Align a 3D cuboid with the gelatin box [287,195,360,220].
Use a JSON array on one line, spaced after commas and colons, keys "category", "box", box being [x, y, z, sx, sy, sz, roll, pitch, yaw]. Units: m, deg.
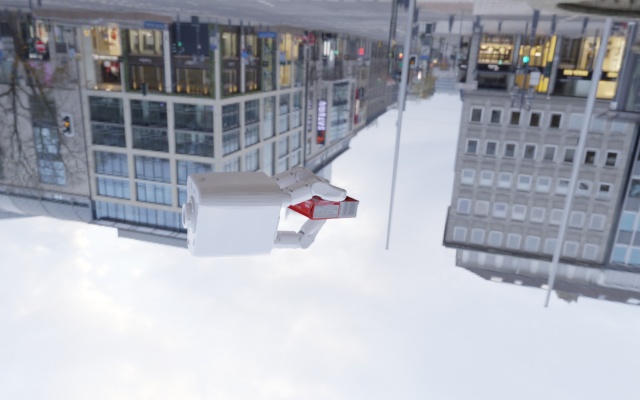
[{"category": "gelatin box", "box": [0.000, 0.003, 0.699, 0.089, 0.030, 0.073, -1, 18, -39]}]
